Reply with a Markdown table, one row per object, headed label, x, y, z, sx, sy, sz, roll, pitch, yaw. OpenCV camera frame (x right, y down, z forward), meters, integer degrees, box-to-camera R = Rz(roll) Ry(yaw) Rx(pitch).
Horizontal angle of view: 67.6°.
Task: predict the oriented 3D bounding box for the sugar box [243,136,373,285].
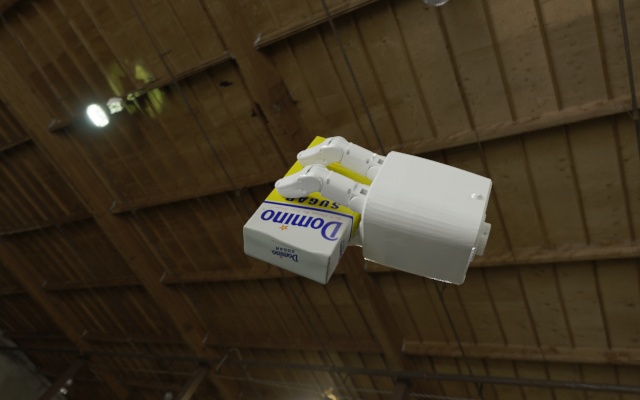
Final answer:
| label | x | y | z | sx | sy | sz | roll | pitch | yaw |
| --- | --- | --- | --- | --- | --- | --- | --- | --- | --- |
| sugar box | 0.000 | 0.001 | 0.516 | 0.093 | 0.048 | 0.176 | 18 | 41 | 14 |
